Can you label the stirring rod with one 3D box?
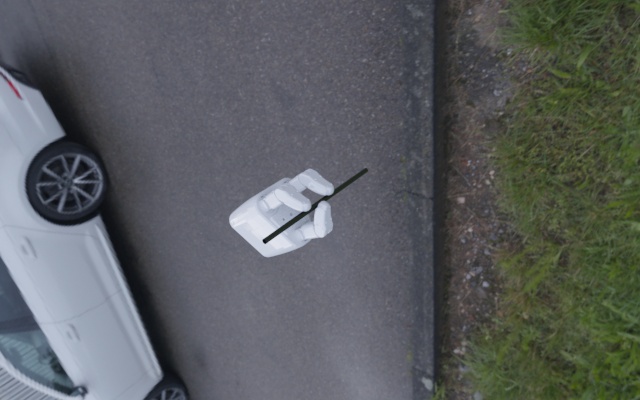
[{"bbox_3d":[0.000,0.002,0.720,0.011,0.011,0.239,0,26,45],"label":"stirring rod"}]
